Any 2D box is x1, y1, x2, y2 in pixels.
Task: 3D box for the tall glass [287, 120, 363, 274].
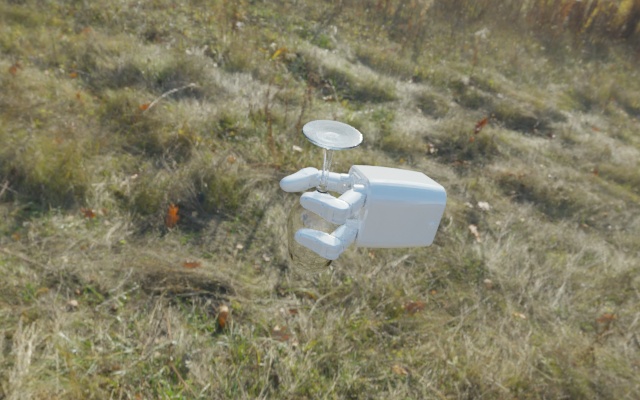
[{"bbox_3d":[0.000,0.001,0.625,0.079,0.201,0.079,7,33,-5],"label":"tall glass"}]
